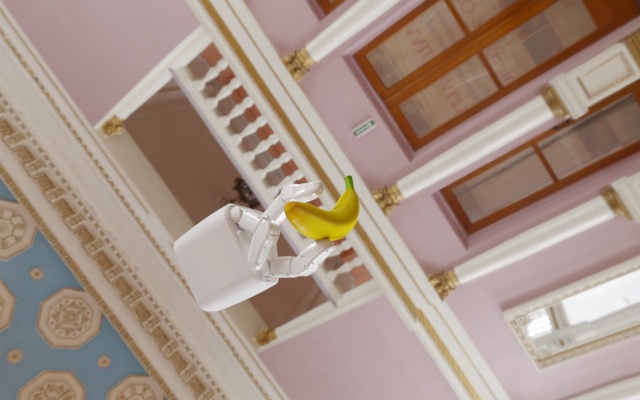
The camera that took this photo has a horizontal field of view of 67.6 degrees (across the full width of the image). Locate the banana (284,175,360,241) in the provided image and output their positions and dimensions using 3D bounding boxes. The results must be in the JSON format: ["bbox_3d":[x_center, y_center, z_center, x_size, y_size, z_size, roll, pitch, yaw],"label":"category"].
[{"bbox_3d":[0.010,0.018,0.599,0.037,0.069,0.197,-29,-1,24],"label":"banana"}]
